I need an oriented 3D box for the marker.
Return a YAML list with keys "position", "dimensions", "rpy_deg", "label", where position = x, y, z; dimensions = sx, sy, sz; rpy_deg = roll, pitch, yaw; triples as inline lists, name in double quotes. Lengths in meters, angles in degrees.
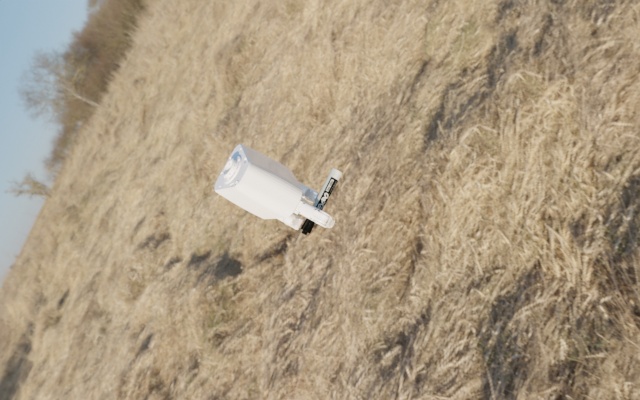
- position: [0.000, 0.003, 0.798]
  dimensions: [0.020, 0.121, 0.020]
  rpy_deg: [28, -3, 2]
  label: "marker"
